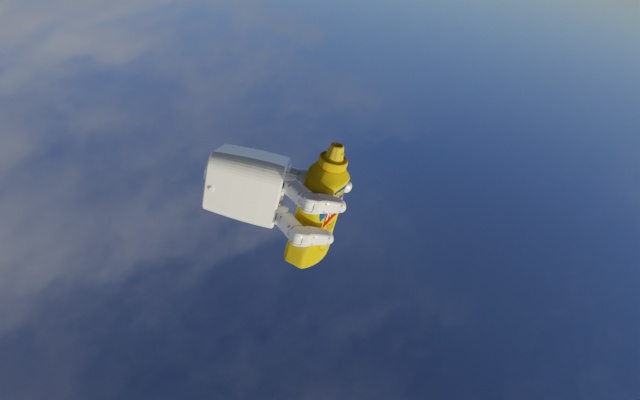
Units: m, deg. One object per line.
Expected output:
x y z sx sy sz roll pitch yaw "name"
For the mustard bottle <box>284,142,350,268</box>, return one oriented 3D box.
0.000 0.003 0.700 0.058 0.192 0.096 27 33 18 "mustard bottle"
